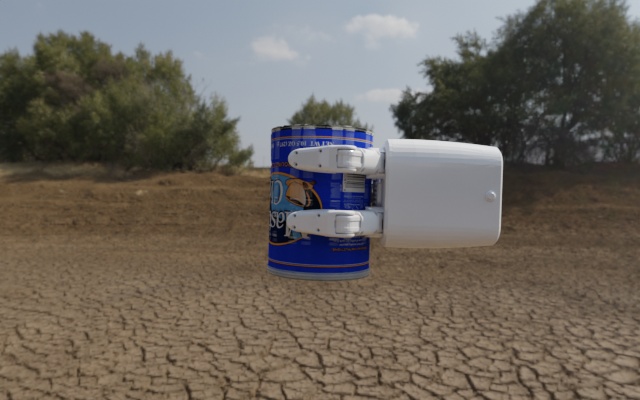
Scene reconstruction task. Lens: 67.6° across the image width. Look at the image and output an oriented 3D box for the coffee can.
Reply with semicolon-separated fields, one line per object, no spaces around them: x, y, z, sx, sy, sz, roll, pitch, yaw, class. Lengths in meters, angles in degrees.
0.000;0.002;0.475;0.103;0.140;0.103;2;1;0;coffee can
